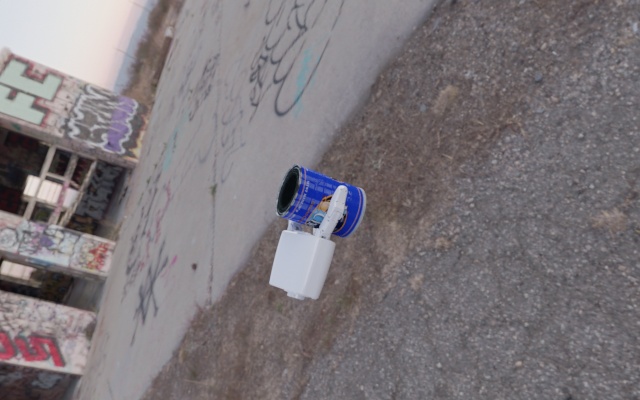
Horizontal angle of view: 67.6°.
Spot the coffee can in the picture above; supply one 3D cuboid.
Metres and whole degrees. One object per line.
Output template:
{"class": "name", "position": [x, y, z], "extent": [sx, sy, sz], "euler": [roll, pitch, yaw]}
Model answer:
{"class": "coffee can", "position": [0.000, 0.003, 0.896], "extent": [0.140, 0.103, 0.103], "euler": [20, -8, -22]}
